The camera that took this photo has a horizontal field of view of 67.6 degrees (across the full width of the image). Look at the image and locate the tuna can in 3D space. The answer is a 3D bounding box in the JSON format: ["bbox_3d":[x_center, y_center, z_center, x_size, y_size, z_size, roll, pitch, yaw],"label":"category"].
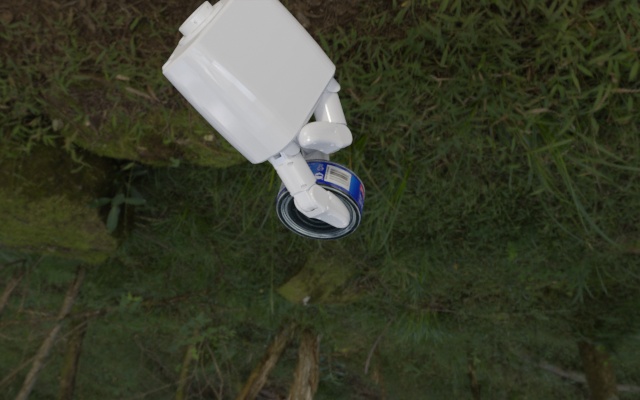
[{"bbox_3d":[0.000,0.002,0.471,0.086,0.033,0.086,6,-41,6],"label":"tuna can"}]
